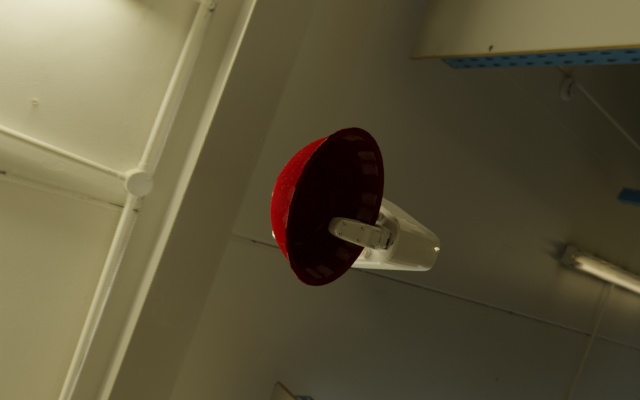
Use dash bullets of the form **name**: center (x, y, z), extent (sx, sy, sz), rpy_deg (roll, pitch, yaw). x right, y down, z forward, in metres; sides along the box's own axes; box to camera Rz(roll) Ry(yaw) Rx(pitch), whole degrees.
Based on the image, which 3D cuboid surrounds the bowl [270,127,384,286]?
- **bowl**: center (-0.001, 0.001, 0.483), extent (0.055, 0.162, 0.162), rpy_deg (19, 11, 34)
